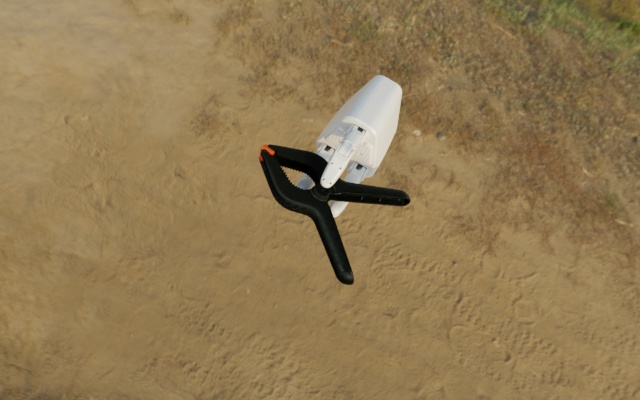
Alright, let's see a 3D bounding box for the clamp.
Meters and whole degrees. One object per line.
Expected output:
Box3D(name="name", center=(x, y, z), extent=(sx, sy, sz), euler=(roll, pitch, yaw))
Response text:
Box3D(name="clamp", center=(0.000, 0.001, 0.626), extent=(0.210, 0.164, 0.036), euler=(31, -33, 2))
